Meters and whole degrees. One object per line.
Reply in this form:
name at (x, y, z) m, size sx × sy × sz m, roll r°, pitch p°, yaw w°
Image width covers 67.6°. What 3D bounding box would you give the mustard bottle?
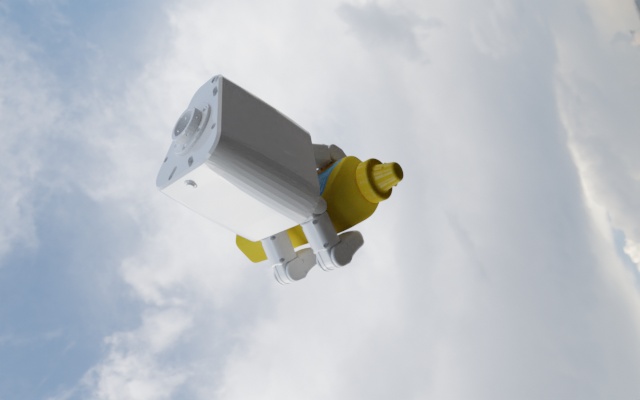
mustard bottle at (0.000, 0.002, 0.483) m, size 0.192 × 0.058 × 0.096 m, roll -23°, pitch 24°, yaw 39°
